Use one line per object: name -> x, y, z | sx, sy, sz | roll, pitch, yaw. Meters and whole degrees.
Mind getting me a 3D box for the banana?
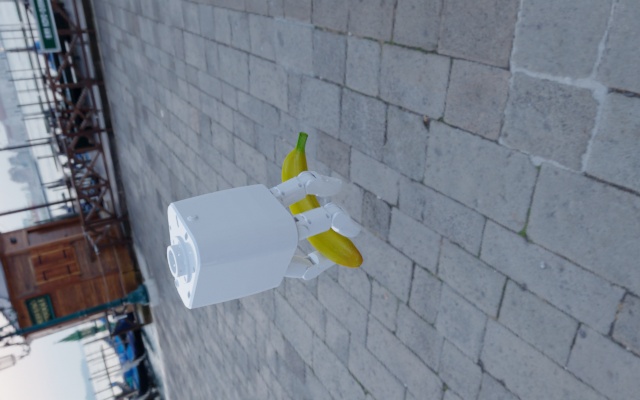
banana -> -0.009, 0.009, 0.602 | 0.037, 0.197, 0.070 | -8, -30, -33
